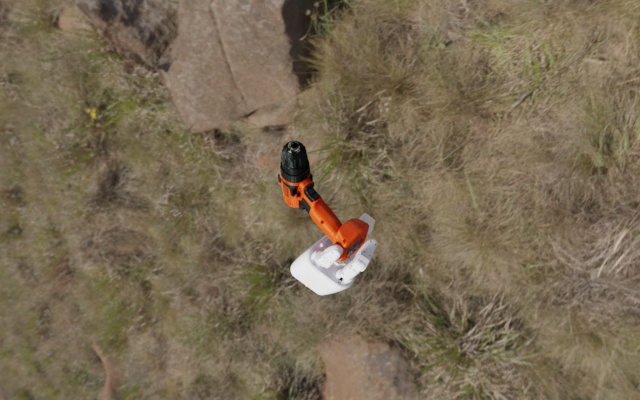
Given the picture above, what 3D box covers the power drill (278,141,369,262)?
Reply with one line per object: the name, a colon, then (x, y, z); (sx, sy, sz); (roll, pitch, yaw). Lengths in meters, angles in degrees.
power drill: (0.000, 0.003, 0.802); (0.057, 0.187, 0.184); (-35, -20, -16)
